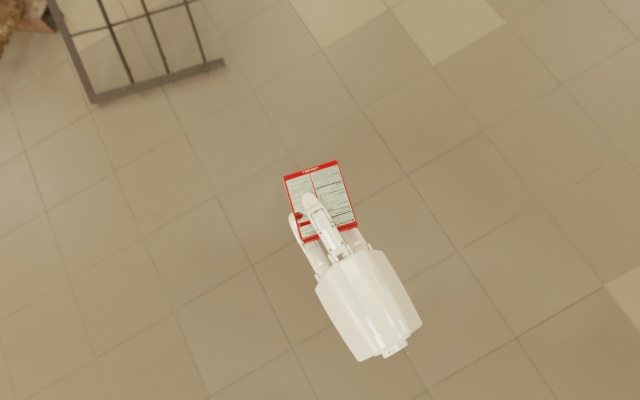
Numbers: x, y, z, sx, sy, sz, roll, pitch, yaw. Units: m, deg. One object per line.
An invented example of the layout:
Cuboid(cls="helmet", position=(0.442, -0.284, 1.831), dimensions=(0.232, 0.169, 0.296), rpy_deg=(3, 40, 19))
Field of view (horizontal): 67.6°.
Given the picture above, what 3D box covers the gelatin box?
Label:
Cuboid(cls="gelatin box", position=(0.000, 0.002, 0.600), dimensions=(0.073, 0.089, 0.030), rpy_deg=(-18, -13, 3))
